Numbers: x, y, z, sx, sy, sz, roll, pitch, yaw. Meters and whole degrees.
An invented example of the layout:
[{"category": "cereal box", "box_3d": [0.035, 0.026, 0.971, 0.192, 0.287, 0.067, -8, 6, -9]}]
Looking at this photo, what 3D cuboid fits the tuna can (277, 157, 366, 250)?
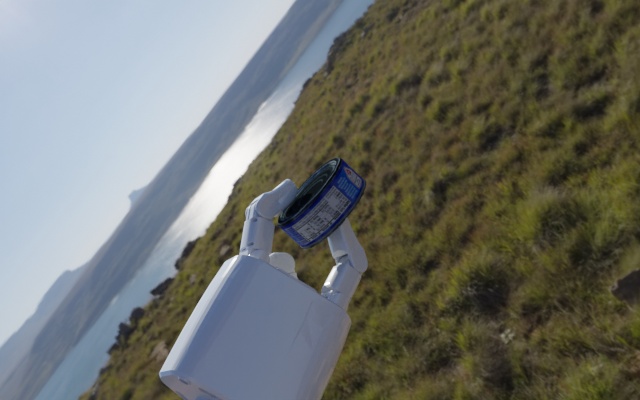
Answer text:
[{"category": "tuna can", "box_3d": [0.000, 0.001, 0.438, 0.034, 0.086, 0.086, 43, -12, -13]}]
